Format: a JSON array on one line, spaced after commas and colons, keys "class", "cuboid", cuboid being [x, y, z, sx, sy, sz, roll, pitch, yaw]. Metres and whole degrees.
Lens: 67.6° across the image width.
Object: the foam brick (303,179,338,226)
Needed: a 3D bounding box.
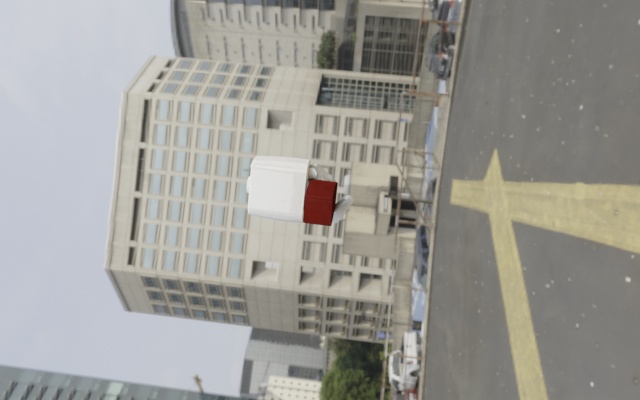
[{"class": "foam brick", "cuboid": [0.000, 0.003, 0.841, 0.051, 0.053, 0.078, 7, 26, 4]}]
